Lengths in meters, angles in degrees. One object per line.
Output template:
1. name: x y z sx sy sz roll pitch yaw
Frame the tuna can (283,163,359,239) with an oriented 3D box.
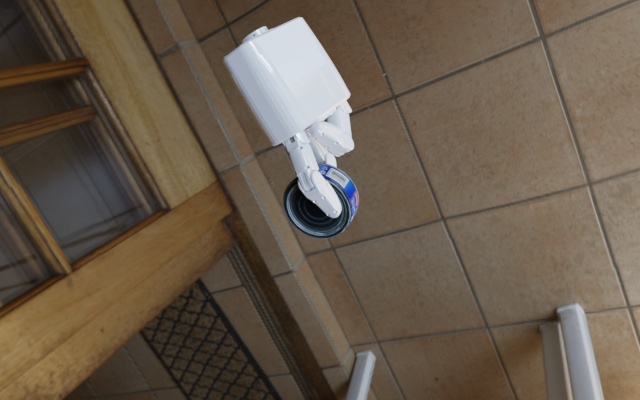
1. tuna can: 0.000 0.002 0.562 0.086 0.086 0.033 0 28 21
